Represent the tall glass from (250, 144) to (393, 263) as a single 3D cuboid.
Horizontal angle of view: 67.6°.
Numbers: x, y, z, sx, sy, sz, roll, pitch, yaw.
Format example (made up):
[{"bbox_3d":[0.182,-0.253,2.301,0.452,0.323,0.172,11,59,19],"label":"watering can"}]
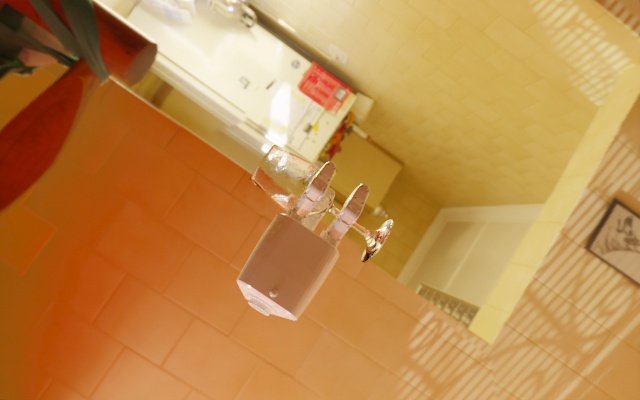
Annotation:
[{"bbox_3d":[0.001,0.002,0.674,0.201,0.079,0.079,35,-4,-5],"label":"tall glass"}]
